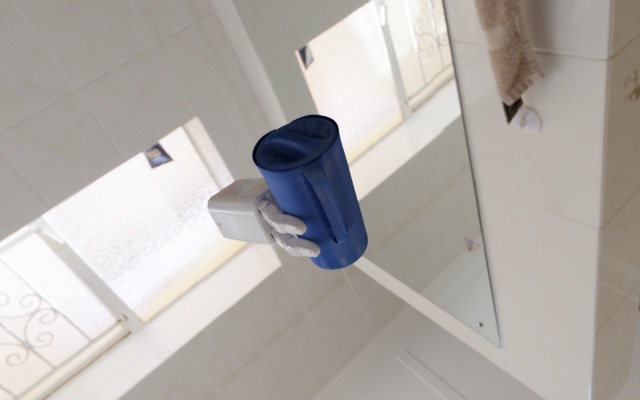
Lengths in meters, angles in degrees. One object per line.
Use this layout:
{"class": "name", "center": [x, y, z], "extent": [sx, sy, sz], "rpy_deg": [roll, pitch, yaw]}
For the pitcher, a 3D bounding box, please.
{"class": "pitcher", "center": [0.000, 0.002, 0.750], "extent": [0.145, 0.243, 0.149], "rpy_deg": [3, 45, 29]}
